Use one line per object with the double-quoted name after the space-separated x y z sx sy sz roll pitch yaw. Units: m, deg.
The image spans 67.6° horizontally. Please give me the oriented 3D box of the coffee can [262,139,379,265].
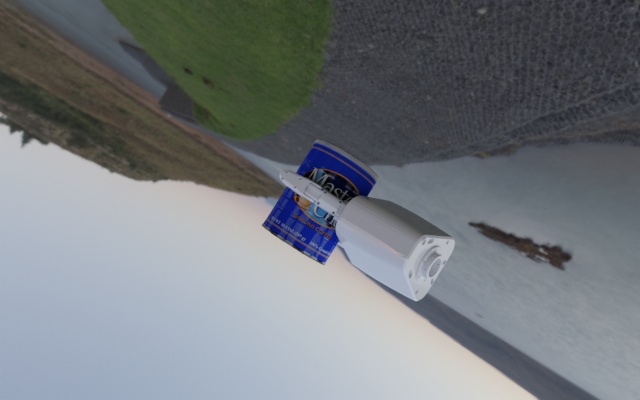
0.000 0.002 0.654 0.103 0.140 0.103 32 -3 2 "coffee can"
